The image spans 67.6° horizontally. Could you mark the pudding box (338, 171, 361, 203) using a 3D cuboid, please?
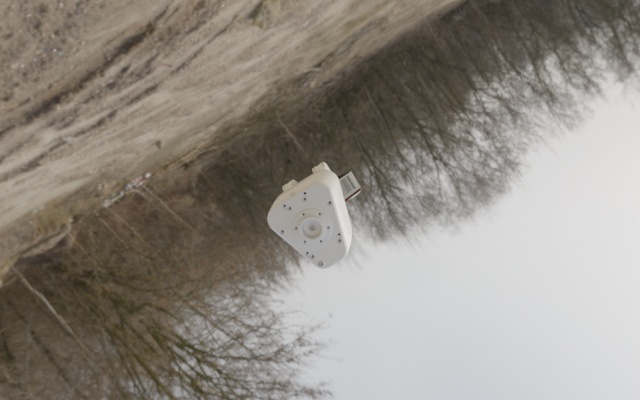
[{"bbox_3d":[0.000,0.003,0.764,0.113,0.039,0.090,-33,5,-19],"label":"pudding box"}]
